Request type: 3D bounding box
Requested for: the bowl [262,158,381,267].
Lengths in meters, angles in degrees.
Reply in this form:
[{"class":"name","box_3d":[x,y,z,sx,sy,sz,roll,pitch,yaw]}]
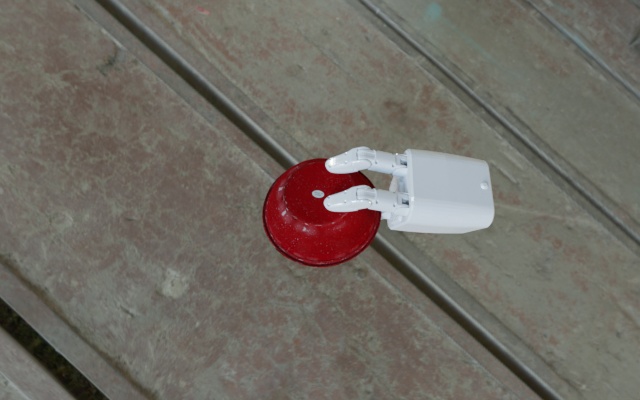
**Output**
[{"class":"bowl","box_3d":[-0.001,0.002,0.621,0.162,0.162,0.055,0,-27,4]}]
